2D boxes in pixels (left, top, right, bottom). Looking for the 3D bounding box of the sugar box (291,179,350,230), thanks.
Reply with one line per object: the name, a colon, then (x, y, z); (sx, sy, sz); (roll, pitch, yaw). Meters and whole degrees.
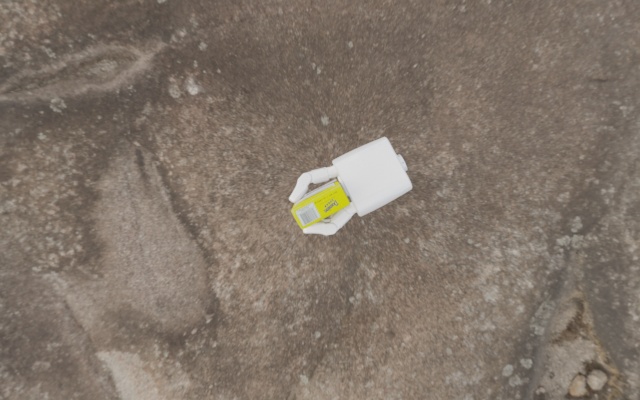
sugar box: (0.001, 0.003, 0.861); (0.093, 0.048, 0.176); (-27, 2, 3)
